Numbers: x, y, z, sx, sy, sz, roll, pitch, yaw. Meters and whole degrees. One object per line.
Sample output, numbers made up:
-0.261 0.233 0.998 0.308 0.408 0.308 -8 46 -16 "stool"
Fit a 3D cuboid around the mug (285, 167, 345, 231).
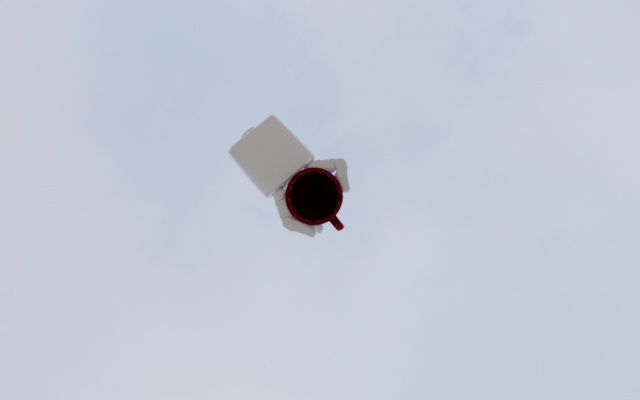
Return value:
0.001 0.004 0.799 0.093 0.117 0.081 -42 -3 3 "mug"
